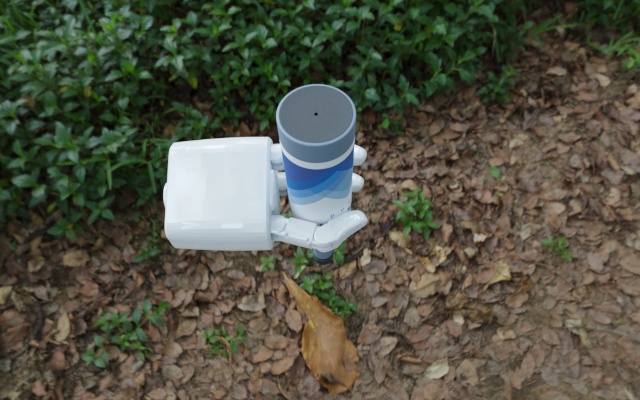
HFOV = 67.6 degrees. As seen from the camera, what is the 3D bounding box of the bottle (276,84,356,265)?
[{"bbox_3d":[0.000,0.002,0.522,0.069,0.069,0.296,0,-30,2],"label":"bottle"}]
